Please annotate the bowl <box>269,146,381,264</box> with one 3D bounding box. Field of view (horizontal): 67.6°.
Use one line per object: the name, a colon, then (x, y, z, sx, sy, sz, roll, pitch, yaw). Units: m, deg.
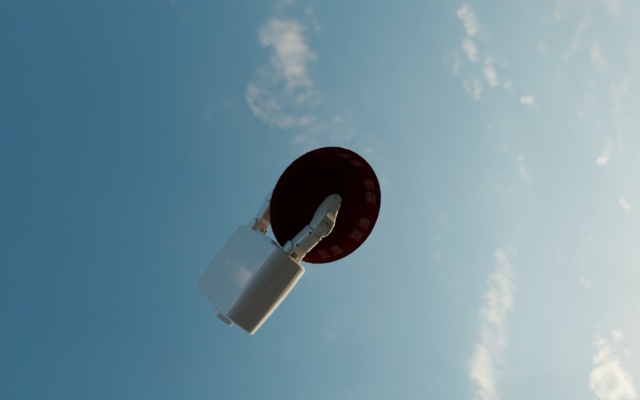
bowl: (0.001, 0.001, 0.653, 0.162, 0.162, 0.055, 0, 15, -24)
